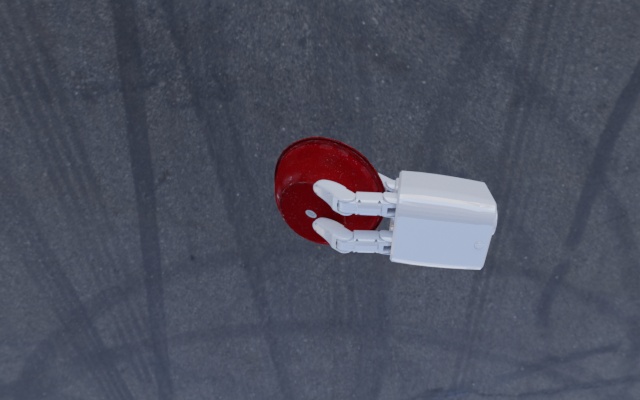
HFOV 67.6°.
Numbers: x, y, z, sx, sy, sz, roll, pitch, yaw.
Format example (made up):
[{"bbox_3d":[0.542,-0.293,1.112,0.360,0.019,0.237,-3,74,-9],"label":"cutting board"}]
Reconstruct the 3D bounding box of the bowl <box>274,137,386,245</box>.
[{"bbox_3d":[-0.001,0.002,0.617,0.162,0.162,0.055,0,32,28],"label":"bowl"}]
